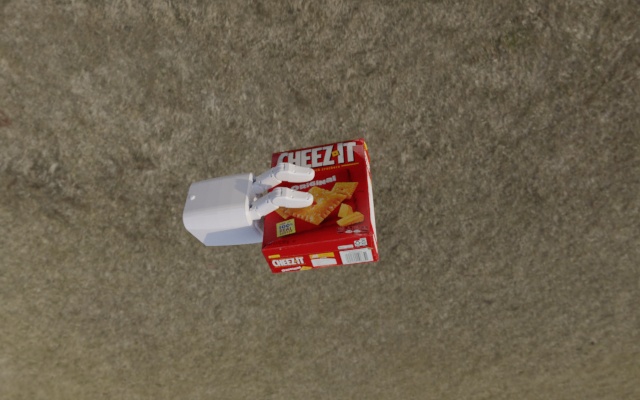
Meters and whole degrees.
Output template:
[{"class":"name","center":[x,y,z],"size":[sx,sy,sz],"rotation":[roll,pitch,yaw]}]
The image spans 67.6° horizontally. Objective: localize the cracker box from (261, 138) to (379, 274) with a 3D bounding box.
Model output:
[{"class":"cracker box","center":[0.000,0.003,0.758],"size":[0.164,0.213,0.072],"rotation":[-8,-43,9]}]
